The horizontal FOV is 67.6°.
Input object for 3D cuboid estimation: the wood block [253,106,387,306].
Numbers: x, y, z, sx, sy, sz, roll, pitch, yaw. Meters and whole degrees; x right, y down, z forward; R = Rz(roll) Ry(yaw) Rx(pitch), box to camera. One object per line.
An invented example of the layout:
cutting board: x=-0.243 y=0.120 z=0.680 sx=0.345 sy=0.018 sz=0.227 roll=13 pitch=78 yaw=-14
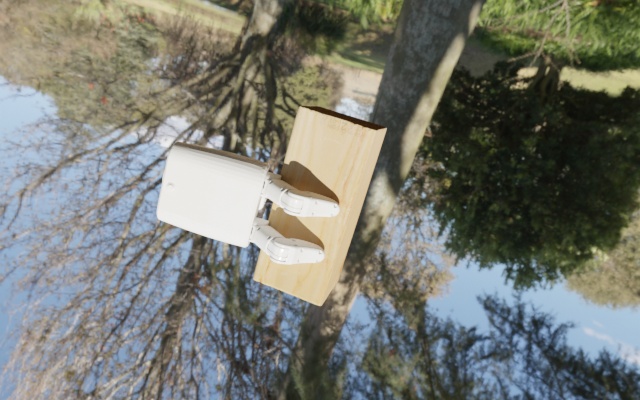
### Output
wood block: x=0.000 y=0.002 z=0.561 sx=0.090 sy=0.206 sz=0.091 roll=19 pitch=15 yaw=10
